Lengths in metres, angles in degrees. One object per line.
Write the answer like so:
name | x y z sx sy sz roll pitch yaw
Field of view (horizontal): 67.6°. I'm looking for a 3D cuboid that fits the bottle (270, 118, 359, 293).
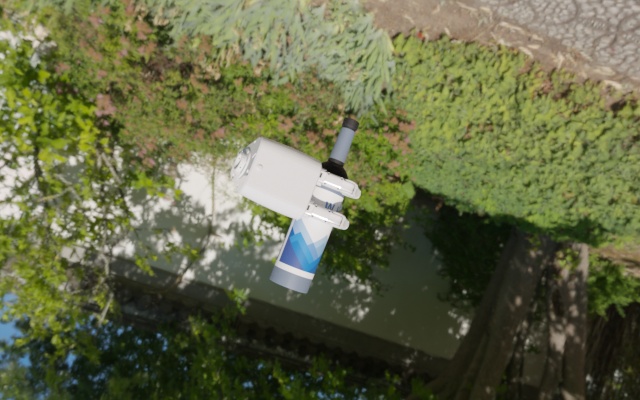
bottle | 0.000 0.003 0.792 0.069 0.295 0.069 21 -4 2
